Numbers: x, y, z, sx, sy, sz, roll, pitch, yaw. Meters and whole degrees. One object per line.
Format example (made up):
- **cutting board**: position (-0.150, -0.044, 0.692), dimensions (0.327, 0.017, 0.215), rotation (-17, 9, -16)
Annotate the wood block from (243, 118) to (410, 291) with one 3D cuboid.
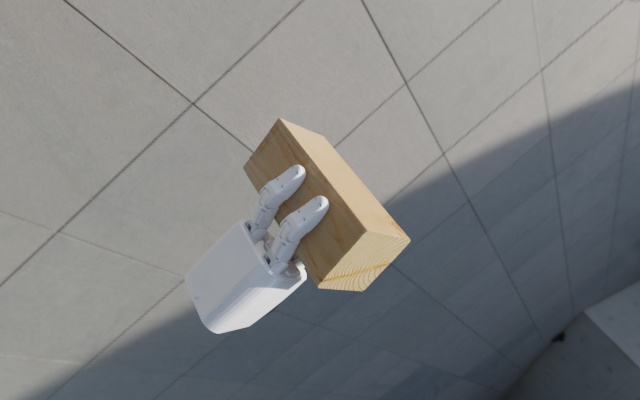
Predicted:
- **wood block**: position (0.000, 0.002, 0.586), dimensions (0.091, 0.090, 0.206), rotation (16, 30, -48)
